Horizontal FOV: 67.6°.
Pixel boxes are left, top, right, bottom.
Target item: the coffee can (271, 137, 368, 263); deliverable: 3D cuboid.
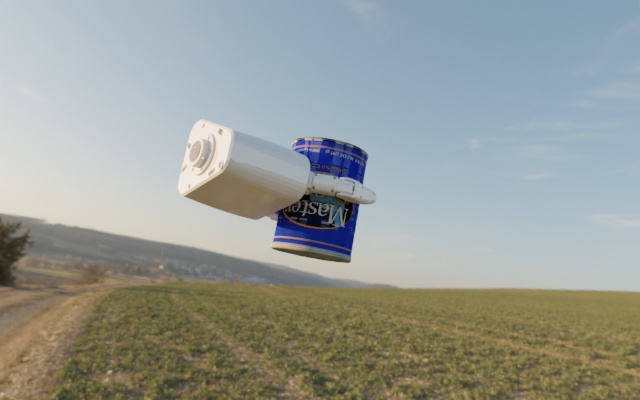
[{"bbox_3d":[0.000,0.002,0.614,0.103,0.140,0.103,10,-10,2],"label":"coffee can"}]
